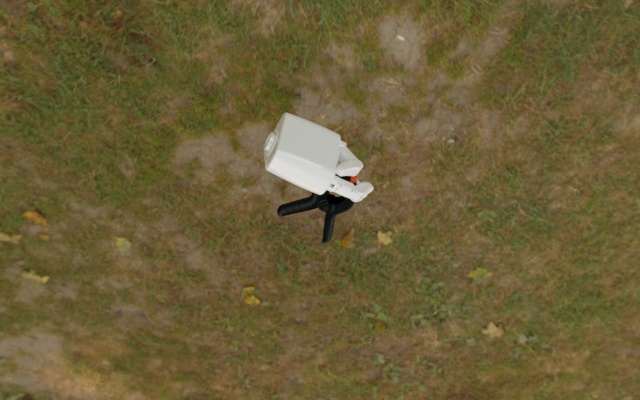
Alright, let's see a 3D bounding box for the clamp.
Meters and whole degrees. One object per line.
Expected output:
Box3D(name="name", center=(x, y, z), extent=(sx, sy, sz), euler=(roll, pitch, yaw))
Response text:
Box3D(name="clamp", center=(0.000, 0.003, 0.879), extent=(0.120, 0.171, 0.039), euler=(23, 36, -17))
